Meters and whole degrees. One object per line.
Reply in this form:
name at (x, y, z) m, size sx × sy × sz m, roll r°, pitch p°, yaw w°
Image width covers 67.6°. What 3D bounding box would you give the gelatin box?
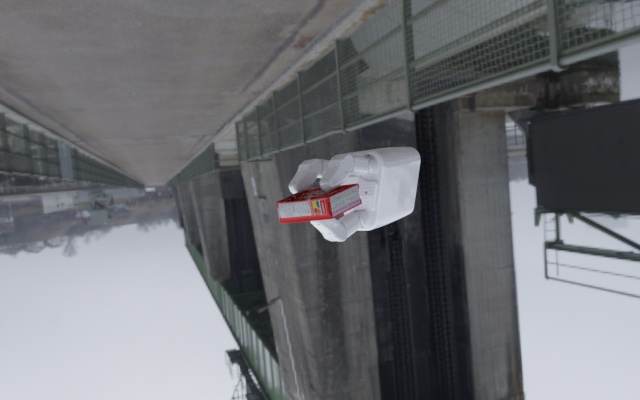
gelatin box at (0.000, 0.002, 0.591) m, size 0.073 × 0.030 × 0.089 m, roll -5°, pitch 10°, yaw 30°
